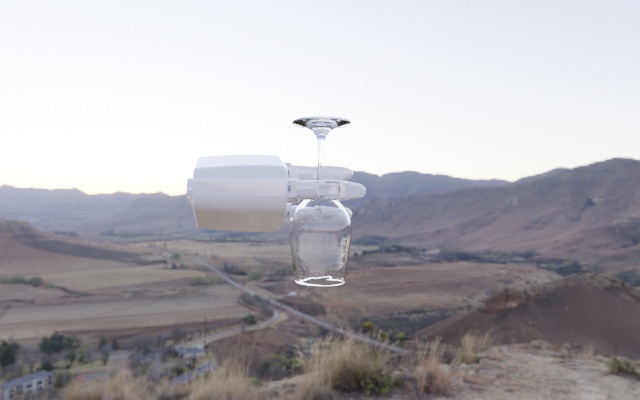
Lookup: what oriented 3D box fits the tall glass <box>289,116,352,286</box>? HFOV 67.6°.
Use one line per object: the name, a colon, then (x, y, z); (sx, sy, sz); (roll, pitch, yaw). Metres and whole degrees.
tall glass: (0.000, 0.001, 0.593); (0.079, 0.201, 0.079); (0, -2, 0)
